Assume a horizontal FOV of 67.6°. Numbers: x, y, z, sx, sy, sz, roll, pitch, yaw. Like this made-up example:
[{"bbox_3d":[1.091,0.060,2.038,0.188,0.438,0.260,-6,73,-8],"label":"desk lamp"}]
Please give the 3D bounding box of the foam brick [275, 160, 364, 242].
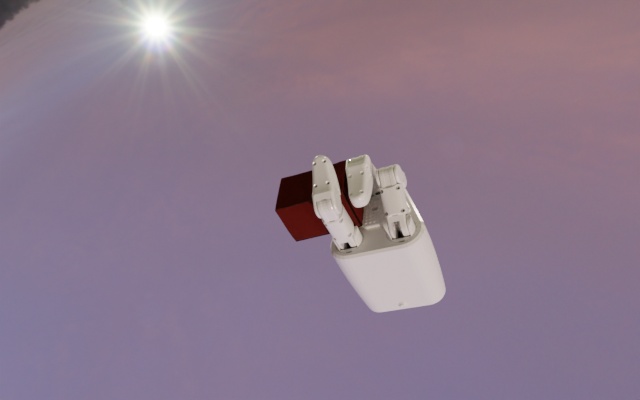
[{"bbox_3d":[0.000,0.002,0.500,0.078,0.051,0.053,-14,40,20],"label":"foam brick"}]
